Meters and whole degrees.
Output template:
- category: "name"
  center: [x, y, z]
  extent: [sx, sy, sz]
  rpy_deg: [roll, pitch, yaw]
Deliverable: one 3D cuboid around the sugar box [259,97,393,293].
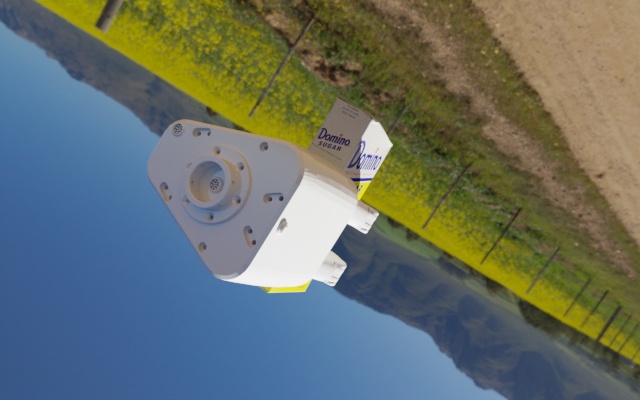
- category: "sugar box"
  center: [0.000, 0.002, 0.448]
  extent: [0.048, 0.176, 0.093]
  rpy_deg: [34, 3, 20]
